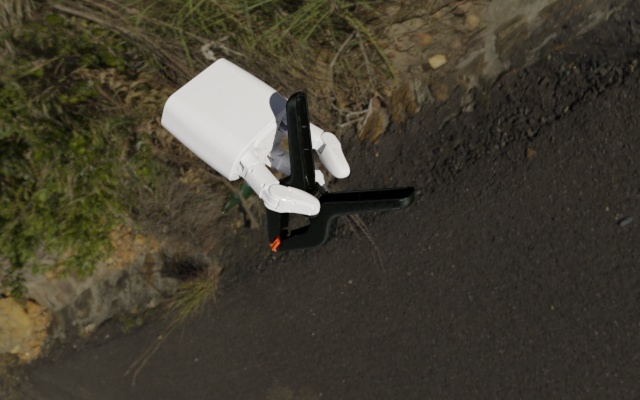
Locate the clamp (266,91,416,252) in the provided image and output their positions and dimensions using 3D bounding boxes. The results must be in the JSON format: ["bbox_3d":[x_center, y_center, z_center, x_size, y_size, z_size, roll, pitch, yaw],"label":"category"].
[{"bbox_3d":[-0.001,0.002,0.543,0.164,0.210,0.036,37,43,8],"label":"clamp"}]
